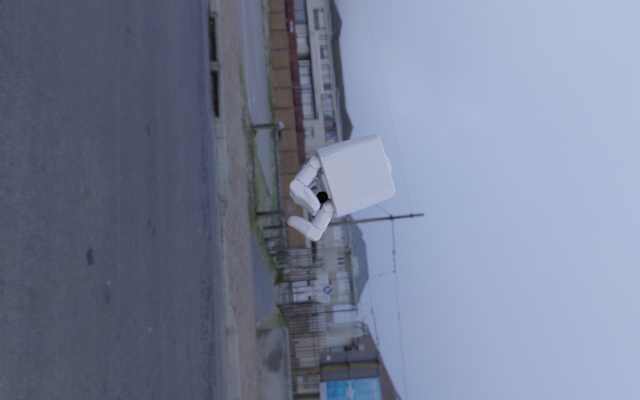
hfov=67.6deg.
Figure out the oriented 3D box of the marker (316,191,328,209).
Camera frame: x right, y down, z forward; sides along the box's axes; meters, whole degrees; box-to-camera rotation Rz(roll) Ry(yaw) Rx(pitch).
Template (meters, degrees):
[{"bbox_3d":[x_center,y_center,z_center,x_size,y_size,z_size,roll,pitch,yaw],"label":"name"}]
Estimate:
[{"bbox_3d":[0.000,0.003,0.812,0.020,0.020,0.121,0,-9,-3],"label":"marker"}]
